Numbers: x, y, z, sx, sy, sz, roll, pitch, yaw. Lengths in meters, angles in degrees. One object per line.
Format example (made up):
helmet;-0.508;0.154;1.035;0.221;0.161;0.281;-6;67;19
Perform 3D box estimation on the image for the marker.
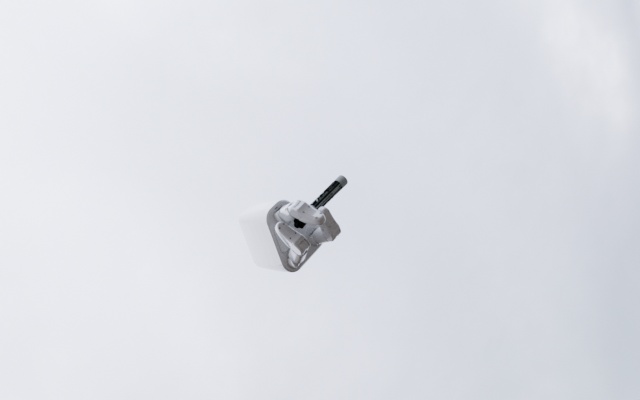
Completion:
marker;0.000;0.002;0.743;0.020;0.020;0.121;0;37;50
